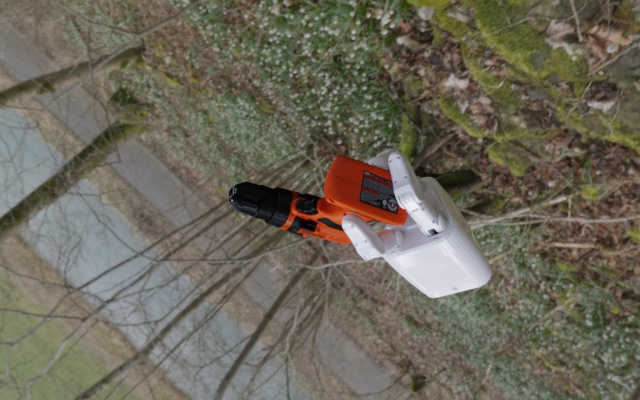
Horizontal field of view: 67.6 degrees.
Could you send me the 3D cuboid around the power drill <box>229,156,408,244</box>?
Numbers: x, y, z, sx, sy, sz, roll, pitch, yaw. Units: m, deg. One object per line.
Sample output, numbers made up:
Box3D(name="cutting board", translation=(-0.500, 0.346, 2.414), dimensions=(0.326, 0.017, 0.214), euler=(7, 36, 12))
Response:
Box3D(name="power drill", translation=(0.001, 0.002, 0.569), dimensions=(0.184, 0.057, 0.188), euler=(16, -17, -25))
